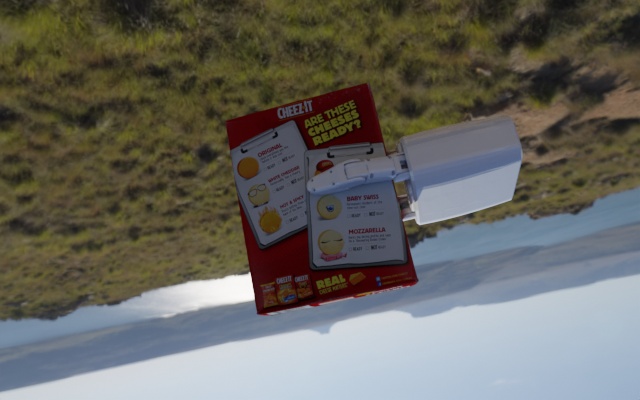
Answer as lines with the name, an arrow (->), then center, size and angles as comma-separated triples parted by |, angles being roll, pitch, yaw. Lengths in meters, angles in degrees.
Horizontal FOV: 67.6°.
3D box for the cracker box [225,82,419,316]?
cracker box -> 0.000, 0.002, 0.515 | 0.164, 0.213, 0.072 | -13, -14, 7
